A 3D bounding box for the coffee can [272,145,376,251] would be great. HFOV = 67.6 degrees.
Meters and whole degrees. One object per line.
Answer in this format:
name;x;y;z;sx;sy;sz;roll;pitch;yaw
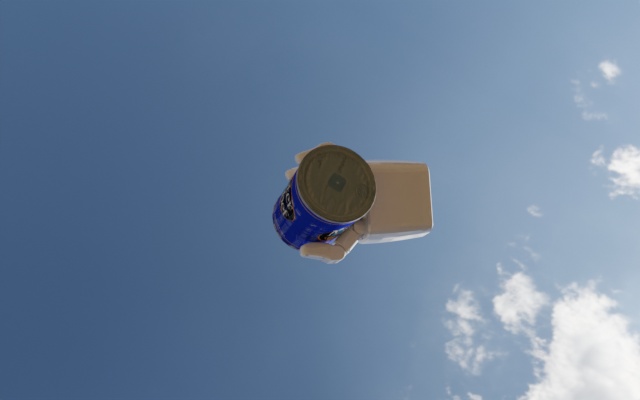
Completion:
coffee can;0.000;0.002;0.641;0.103;0.102;0.140;0;-20;-19
